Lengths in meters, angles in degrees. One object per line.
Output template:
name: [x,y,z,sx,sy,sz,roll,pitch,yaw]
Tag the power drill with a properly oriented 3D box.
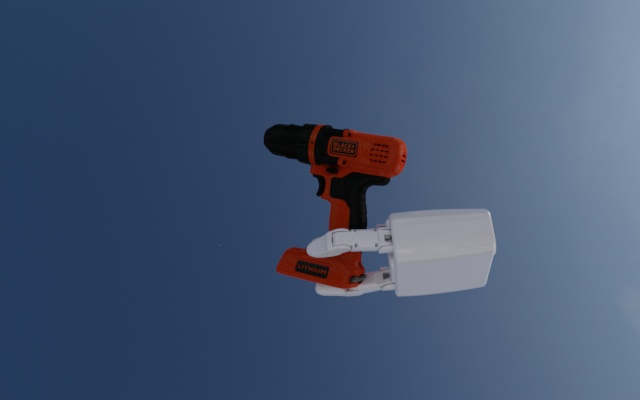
power drill: [0.000,0.002,0.579,0.184,0.187,0.057,11,3,25]
